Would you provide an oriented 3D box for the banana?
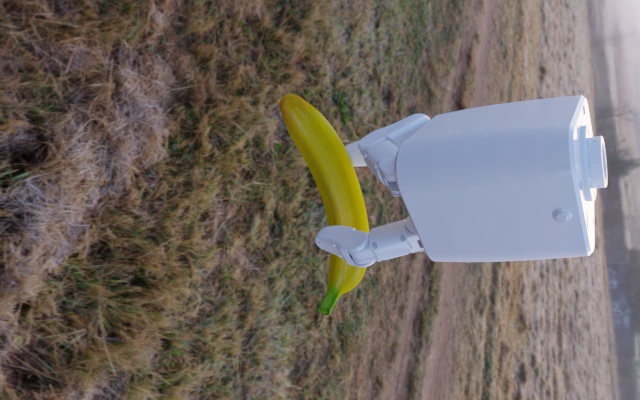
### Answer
[{"bbox_3d":[0.011,0.000,0.430,0.037,0.198,0.069,-4,13,36],"label":"banana"}]
